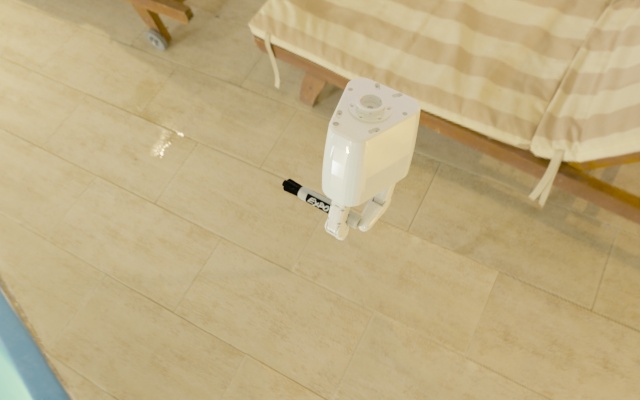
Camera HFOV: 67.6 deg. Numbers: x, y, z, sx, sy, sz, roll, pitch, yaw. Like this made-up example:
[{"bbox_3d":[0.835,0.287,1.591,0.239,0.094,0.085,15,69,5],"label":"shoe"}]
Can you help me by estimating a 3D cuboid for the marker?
[{"bbox_3d":[0.000,0.002,0.637,0.121,0.020,0.020,28,10,19],"label":"marker"}]
